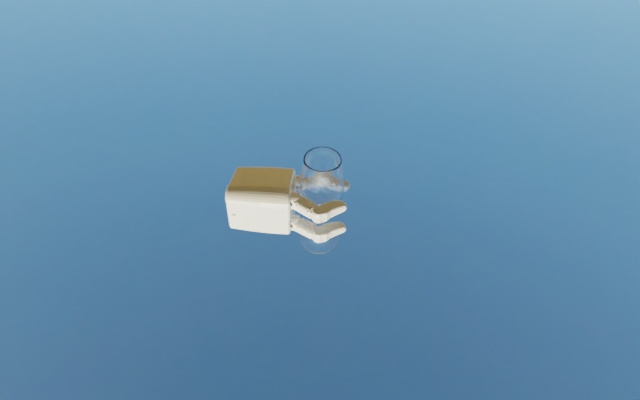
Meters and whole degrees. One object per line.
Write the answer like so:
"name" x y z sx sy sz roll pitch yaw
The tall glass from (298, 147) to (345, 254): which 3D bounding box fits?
"tall glass" 0.000 0.003 0.833 0.079 0.079 0.201 0 -44 -3
